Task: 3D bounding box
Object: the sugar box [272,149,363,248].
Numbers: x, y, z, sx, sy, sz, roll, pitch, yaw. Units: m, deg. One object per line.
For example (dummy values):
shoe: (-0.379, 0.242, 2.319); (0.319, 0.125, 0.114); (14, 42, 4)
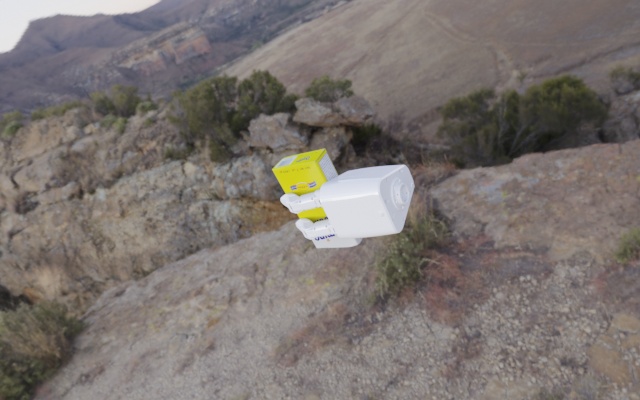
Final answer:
sugar box: (0.000, 0.003, 0.808); (0.093, 0.176, 0.048); (-7, 31, 36)
